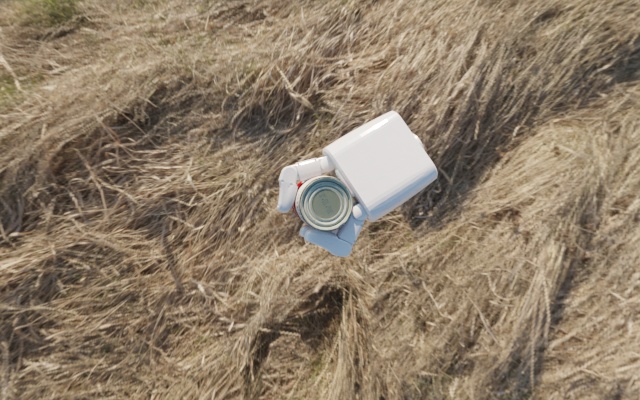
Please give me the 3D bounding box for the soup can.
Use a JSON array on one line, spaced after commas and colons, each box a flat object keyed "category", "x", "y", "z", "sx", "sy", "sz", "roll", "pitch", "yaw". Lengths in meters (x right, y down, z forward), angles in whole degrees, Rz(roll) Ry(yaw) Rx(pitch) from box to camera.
[{"category": "soup can", "x": 0.000, "y": 0.002, "z": 0.619, "sx": 0.068, "sy": 0.068, "sz": 0.102, "roll": 0, "pitch": 3, "yaw": -9}]
